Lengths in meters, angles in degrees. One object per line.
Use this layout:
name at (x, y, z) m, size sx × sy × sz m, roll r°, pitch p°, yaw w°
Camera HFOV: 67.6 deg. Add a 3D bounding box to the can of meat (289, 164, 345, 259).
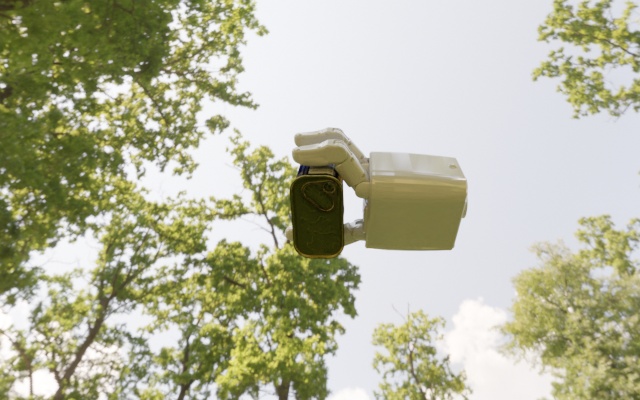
can of meat at (0.000, 0.002, 0.552) m, size 0.057 × 0.102 × 0.084 m, roll 0°, pitch 26°, yaw 5°
